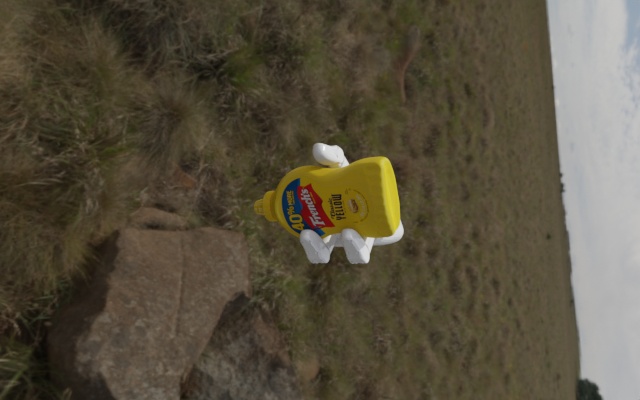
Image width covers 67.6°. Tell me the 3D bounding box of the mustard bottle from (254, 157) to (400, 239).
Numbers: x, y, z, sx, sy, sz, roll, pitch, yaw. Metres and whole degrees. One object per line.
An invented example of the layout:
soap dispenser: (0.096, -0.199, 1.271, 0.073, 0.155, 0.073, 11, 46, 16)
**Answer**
mustard bottle: (0.000, 0.002, 0.610, 0.191, 0.096, 0.058, -5, 19, 25)
